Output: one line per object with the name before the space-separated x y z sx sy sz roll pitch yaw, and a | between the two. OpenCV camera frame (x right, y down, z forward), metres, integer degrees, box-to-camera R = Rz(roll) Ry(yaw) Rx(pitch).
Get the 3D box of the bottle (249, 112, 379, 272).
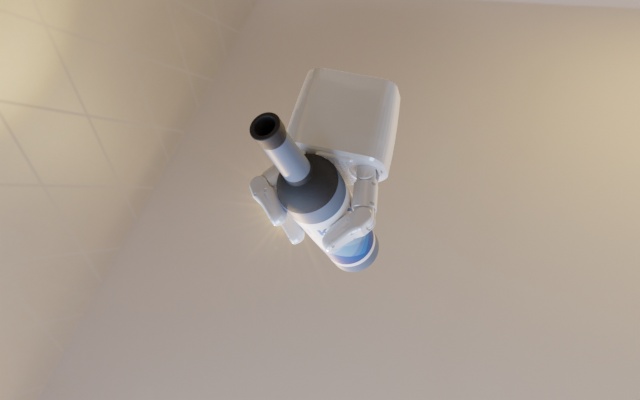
bottle | 0.000 0.002 0.510 0.069 0.069 0.296 0 -25 20
